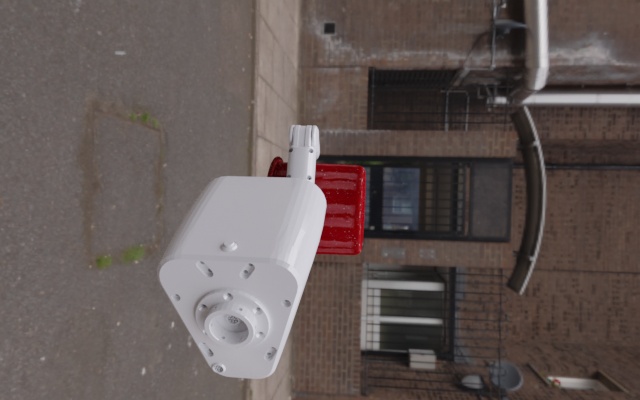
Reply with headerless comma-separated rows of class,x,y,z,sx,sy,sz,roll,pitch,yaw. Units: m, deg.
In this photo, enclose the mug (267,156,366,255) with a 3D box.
mug,0.000,0.001,0.446,0.081,0.093,0.117,2,30,7
